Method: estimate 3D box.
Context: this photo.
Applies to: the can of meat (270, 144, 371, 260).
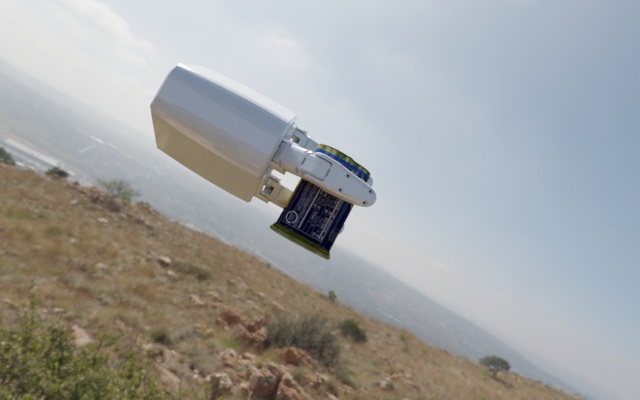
[{"bbox_3d":[0.000,0.001,0.433,0.057,0.084,0.102,29,-3,-1],"label":"can of meat"}]
